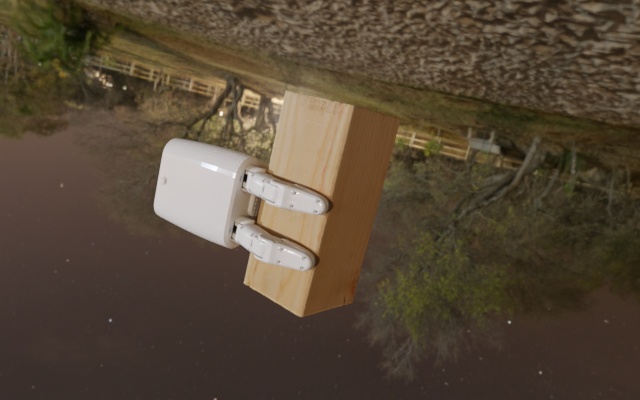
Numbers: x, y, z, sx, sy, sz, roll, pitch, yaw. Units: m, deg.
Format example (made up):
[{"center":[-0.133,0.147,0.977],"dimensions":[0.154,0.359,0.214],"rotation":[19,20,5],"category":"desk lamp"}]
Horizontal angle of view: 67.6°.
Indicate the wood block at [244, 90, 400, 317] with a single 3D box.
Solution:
[{"center":[0.000,0.002,0.500],"dimensions":[0.090,0.206,0.091],"rotation":[21,13,36],"category":"wood block"}]
